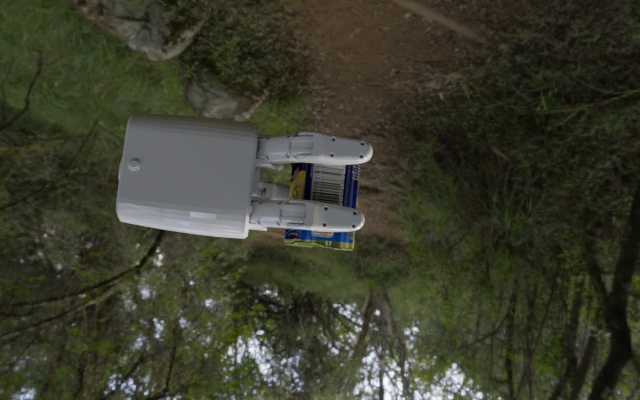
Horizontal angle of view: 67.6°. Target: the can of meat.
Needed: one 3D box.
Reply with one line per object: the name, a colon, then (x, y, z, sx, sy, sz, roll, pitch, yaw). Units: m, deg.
can of meat: (0.000, 0.002, 0.437, 0.057, 0.084, 0.102, 7, -6, -11)
